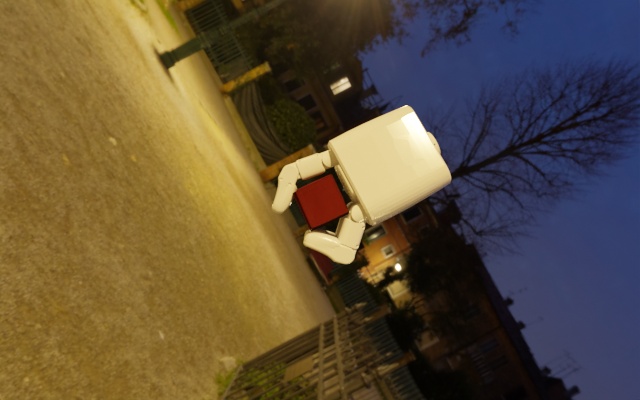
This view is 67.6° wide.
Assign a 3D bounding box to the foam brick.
[{"bbox_3d":[0.000,0.002,0.591,0.051,0.053,0.078,-26,3,-1],"label":"foam brick"}]
